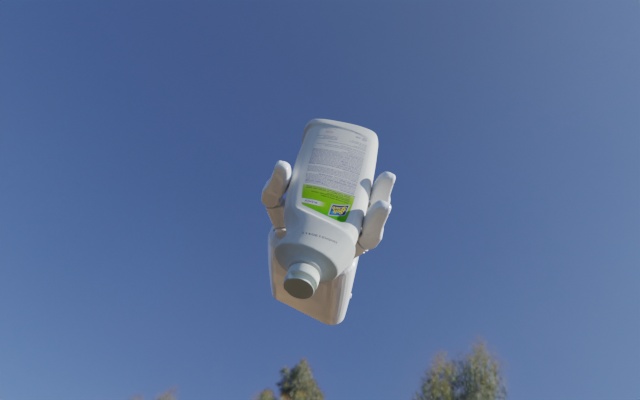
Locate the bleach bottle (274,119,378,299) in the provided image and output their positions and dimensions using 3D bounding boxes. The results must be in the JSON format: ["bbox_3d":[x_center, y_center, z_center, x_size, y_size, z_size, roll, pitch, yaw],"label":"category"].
[{"bbox_3d":[0.000,0.002,0.528,0.102,0.068,0.250,11,40,8],"label":"bleach bottle"}]
